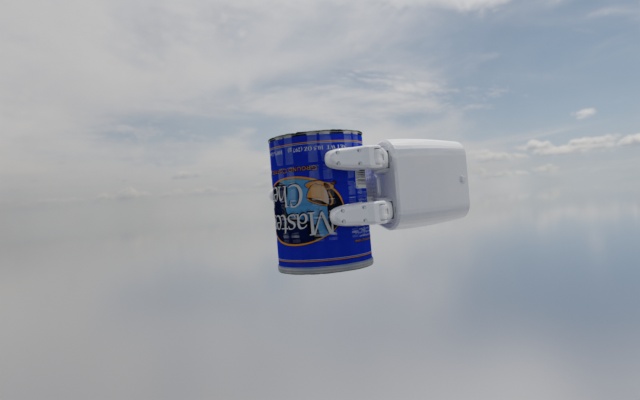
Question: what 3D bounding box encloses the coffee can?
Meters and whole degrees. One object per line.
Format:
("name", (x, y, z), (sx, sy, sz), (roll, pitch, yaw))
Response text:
("coffee can", (0.000, 0.002, 0.512), (0.103, 0.140, 0.103), (-5, 0, 0))
